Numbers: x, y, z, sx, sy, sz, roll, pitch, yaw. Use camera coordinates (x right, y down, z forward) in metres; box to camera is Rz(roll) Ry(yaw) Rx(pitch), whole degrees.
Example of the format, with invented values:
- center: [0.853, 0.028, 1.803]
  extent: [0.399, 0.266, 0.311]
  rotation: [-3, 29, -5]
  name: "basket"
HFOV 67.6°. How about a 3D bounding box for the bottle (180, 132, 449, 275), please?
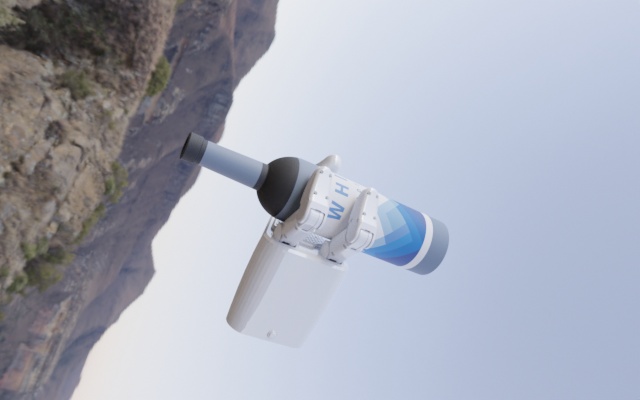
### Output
- center: [0.000, 0.002, 0.498]
  extent: [0.296, 0.069, 0.069]
  rotation: [23, -9, -22]
  name: "bottle"
